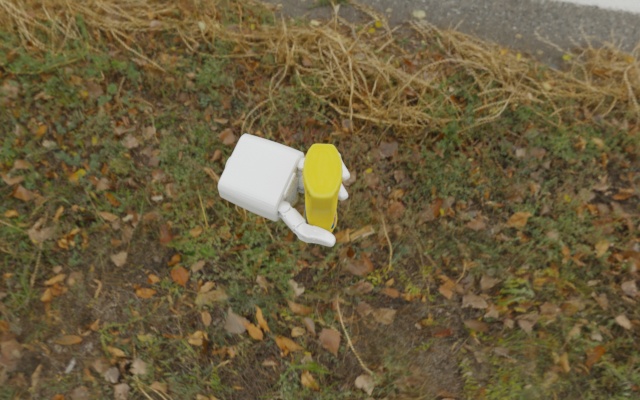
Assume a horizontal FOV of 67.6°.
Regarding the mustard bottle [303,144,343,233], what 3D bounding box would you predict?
[{"bbox_3d":[0.000,0.002,0.758,0.058,0.096,0.192,0,-31,-2],"label":"mustard bottle"}]
